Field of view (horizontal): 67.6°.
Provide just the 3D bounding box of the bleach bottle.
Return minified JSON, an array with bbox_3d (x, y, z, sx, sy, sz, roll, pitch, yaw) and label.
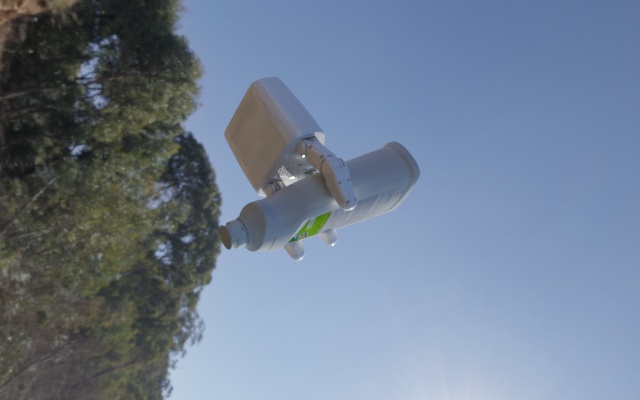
[{"bbox_3d":[0.000,0.002,0.574,0.251,0.068,0.103,-18,-28,-33],"label":"bleach bottle"}]
